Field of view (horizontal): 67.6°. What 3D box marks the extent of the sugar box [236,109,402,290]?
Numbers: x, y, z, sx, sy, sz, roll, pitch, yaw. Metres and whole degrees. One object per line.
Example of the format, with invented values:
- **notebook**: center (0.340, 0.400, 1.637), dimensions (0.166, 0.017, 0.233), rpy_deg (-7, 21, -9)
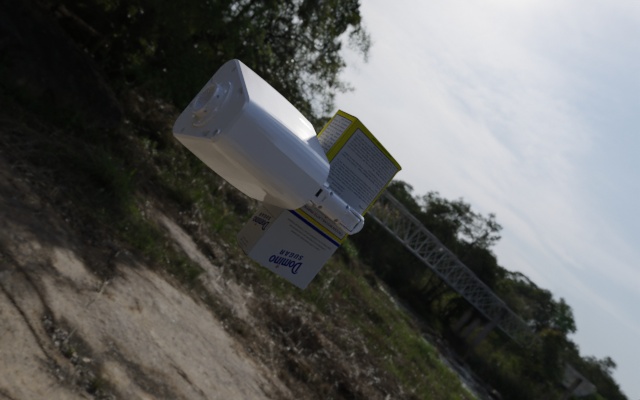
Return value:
- **sugar box**: center (0.000, 0.001, 0.510), dimensions (0.093, 0.176, 0.048), rpy_deg (40, 2, -37)
